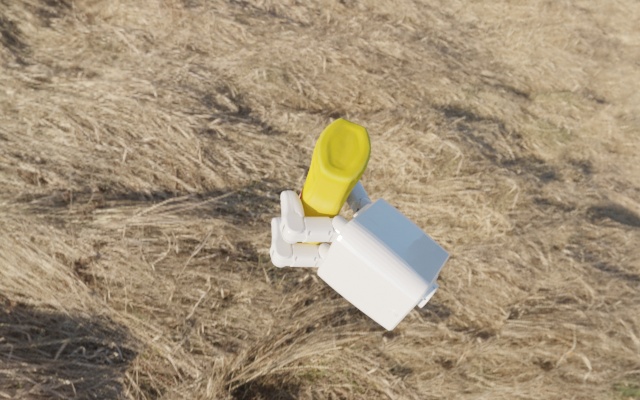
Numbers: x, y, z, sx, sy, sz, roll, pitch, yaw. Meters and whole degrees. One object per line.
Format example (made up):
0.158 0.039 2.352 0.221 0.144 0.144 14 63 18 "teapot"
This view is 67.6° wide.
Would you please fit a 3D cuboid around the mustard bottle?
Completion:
0.000 0.002 0.562 0.058 0.096 0.192 20 -41 -4 "mustard bottle"
